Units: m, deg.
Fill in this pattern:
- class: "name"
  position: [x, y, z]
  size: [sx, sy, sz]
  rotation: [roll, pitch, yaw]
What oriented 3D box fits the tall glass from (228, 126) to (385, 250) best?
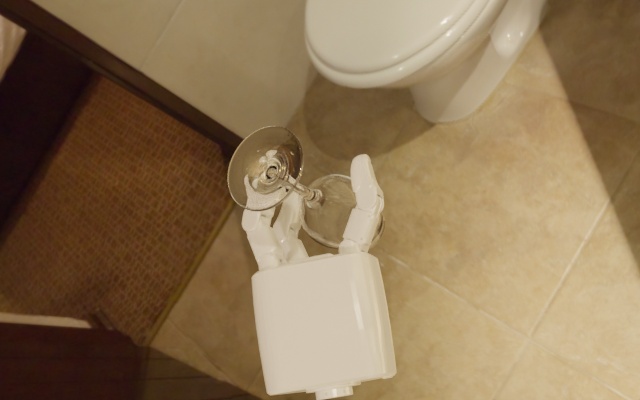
- class: "tall glass"
  position: [0.000, 0.001, 0.473]
  size: [0.079, 0.079, 0.201]
  rotation: [0, -16, 29]
